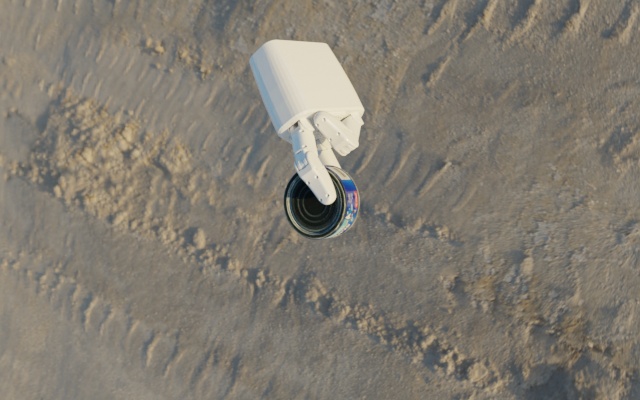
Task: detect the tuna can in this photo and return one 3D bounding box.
[{"bbox_3d":[0.000,0.002,0.549,0.086,0.086,0.034,0,2,31],"label":"tuna can"}]
